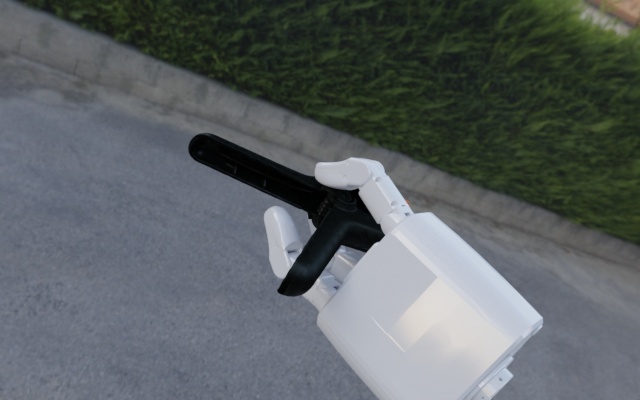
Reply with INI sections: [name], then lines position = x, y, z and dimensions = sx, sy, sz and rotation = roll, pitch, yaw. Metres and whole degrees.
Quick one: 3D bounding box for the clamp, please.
[clamp]
position = 0.001, 0.001, 0.403
dimensions = 0.210, 0.036, 0.164
rotation = -2, 42, -50
